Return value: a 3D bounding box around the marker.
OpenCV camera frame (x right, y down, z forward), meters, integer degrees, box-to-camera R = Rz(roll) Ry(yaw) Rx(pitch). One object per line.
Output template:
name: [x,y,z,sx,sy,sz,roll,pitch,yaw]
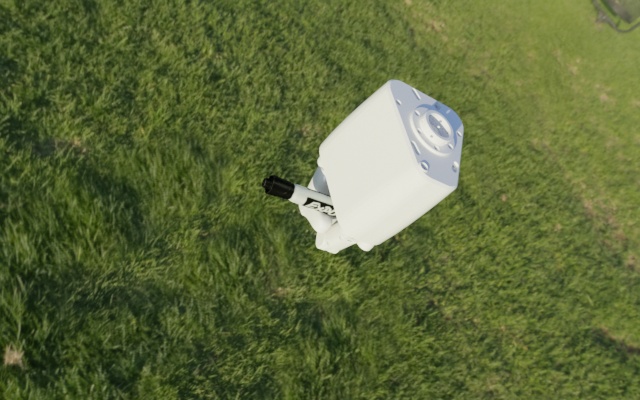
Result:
marker: [0.000,0.002,0.456,0.121,0.020,0.020,20,-9,-26]
